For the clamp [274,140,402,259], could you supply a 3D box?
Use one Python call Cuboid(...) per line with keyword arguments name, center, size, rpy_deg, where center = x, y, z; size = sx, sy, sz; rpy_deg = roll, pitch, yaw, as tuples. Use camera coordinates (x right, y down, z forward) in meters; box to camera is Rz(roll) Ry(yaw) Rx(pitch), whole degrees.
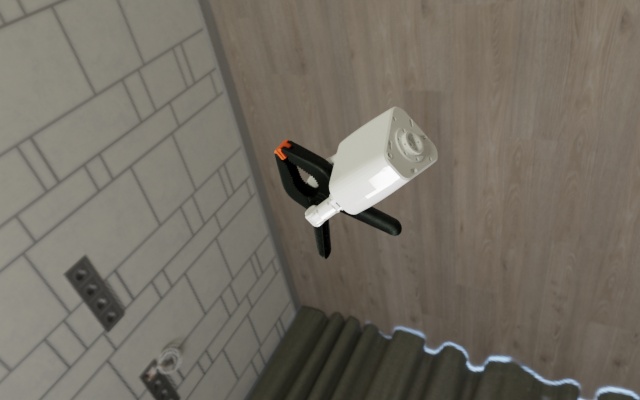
Cuboid(name="clamp", center=(0.000, 0.002, 0.724), size=(0.165, 0.210, 0.036), rpy_deg=(-34, 15, 43))
